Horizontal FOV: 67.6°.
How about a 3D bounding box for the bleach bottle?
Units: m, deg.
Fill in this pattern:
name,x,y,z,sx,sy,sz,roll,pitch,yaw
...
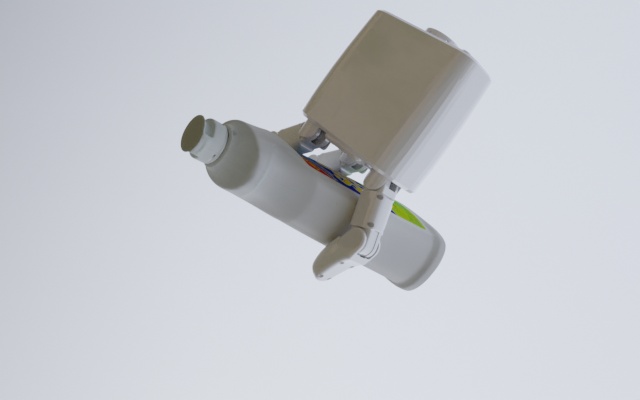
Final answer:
name,x,y,z,sx,sy,sz,roll,pitch,yaw
bleach bottle,0.000,0.001,0.402,0.251,0.068,0.102,27,13,-42
